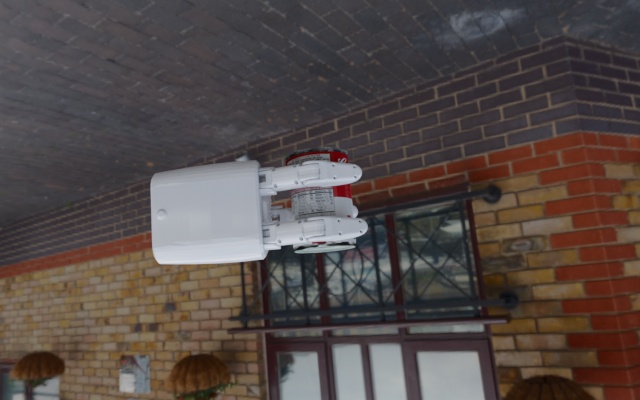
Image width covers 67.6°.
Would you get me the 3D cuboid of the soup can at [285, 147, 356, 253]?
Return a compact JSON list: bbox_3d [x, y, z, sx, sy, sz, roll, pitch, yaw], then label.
[{"bbox_3d":[0.001,0.002,0.508,0.068,0.102,0.068,-5,-10,-1],"label":"soup can"}]
